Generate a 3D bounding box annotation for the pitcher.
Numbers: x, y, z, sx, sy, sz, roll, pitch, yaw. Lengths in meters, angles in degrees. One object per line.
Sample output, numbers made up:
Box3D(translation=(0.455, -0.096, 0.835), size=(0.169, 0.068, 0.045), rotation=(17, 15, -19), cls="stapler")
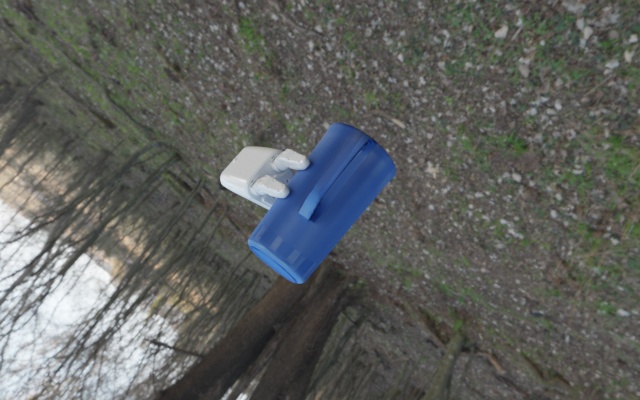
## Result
Box3D(translation=(0.000, 0.002, 0.743), size=(0.145, 0.242, 0.149), rotation=(20, -24, 49), cls="pitcher")
